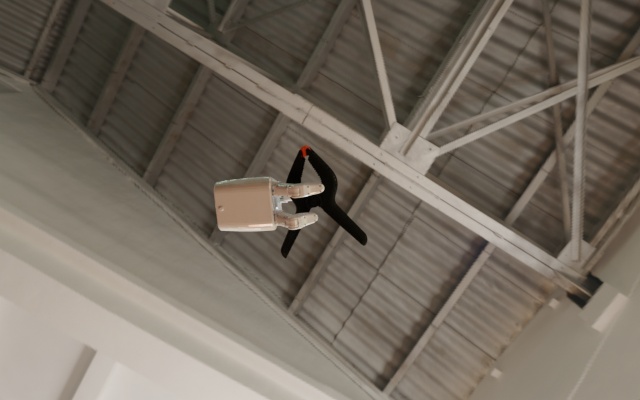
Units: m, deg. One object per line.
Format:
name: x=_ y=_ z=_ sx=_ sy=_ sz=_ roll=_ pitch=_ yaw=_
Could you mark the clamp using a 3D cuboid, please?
clamp: x=0.000 y=0.002 z=0.880 sx=0.164 sy=0.210 sz=0.036 roll=-3 pitch=13 yaw=4
